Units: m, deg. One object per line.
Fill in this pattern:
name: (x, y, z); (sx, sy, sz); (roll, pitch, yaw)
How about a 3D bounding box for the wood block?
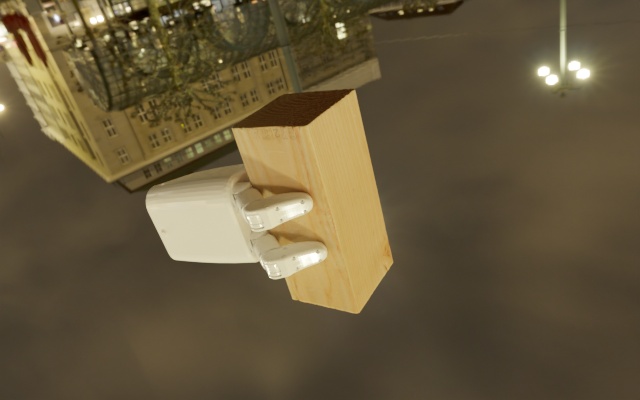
wood block: (0.000, 0.002, 0.490); (0.090, 0.206, 0.090); (4, 34, 34)
